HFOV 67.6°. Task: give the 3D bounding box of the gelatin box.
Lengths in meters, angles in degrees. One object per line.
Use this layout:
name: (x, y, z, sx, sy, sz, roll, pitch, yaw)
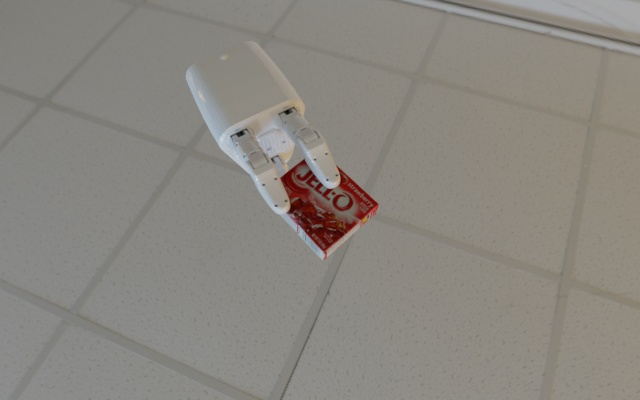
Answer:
gelatin box: (0.000, 0.002, 0.472, 0.073, 0.089, 0.030, -40, -18, -17)
